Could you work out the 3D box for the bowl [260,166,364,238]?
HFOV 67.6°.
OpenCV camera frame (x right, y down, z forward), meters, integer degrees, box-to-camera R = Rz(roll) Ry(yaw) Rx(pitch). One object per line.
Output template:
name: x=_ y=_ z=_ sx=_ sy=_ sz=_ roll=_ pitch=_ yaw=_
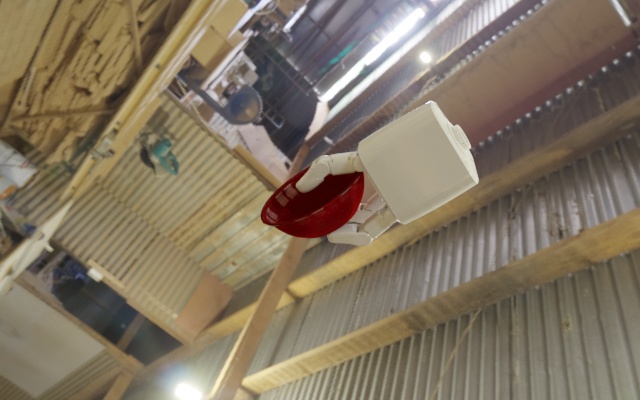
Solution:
bowl: x=-0.001 y=0.003 z=0.653 sx=0.162 sy=0.055 sz=0.162 roll=-26 pitch=23 yaw=12
